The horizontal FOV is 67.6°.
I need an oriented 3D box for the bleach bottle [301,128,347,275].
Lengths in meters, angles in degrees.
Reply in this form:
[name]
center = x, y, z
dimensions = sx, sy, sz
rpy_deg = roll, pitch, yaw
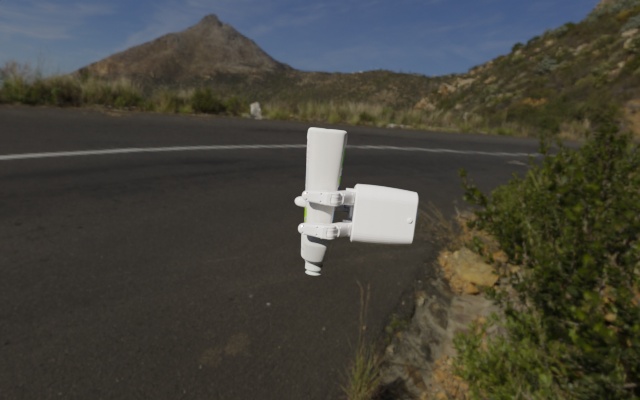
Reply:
[bleach bottle]
center = 0.000, 0.003, 0.827
dimensions = 0.068, 0.251, 0.102
rpy_deg = 6, 9, -1
